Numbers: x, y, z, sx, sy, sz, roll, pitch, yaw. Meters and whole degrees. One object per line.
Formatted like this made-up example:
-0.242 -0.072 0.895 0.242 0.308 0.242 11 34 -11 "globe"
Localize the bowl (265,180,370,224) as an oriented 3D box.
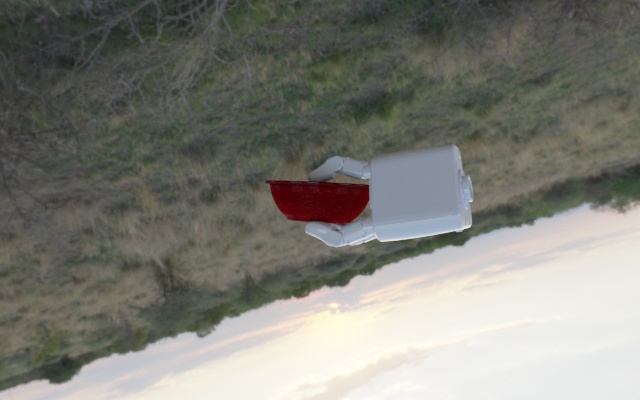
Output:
-0.001 0.003 0.684 0.162 0.055 0.162 3 1 0 "bowl"
